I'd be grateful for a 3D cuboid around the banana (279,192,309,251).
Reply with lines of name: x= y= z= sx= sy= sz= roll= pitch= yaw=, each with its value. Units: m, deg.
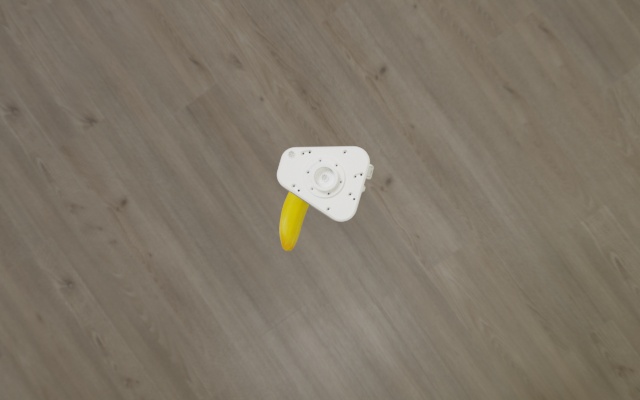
banana: x=-0.012 y=-0.012 z=0.750 sx=0.069 sy=0.198 sz=0.037 roll=41 pitch=1 yaw=-4
